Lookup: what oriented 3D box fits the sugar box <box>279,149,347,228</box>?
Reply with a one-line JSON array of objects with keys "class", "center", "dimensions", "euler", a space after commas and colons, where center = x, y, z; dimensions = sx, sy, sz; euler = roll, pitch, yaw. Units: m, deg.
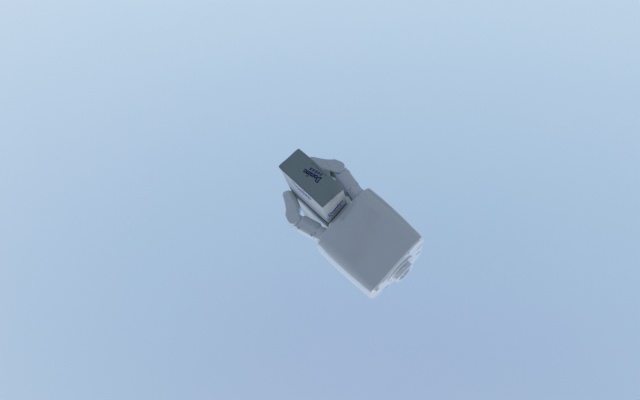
[{"class": "sugar box", "center": [0.001, 0.002, 0.714], "dimensions": [0.093, 0.048, 0.176], "euler": [43, -13, 22]}]
